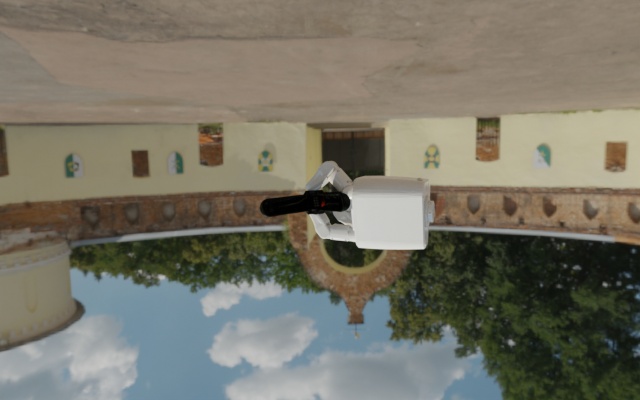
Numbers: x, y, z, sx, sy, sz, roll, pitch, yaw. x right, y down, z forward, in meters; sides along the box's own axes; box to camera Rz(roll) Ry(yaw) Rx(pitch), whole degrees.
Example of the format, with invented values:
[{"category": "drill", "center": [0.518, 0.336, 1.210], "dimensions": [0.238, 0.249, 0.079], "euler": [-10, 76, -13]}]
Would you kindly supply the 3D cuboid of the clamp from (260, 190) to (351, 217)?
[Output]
[{"category": "clamp", "center": [0.000, 0.003, 0.689], "dimensions": [0.120, 0.039, 0.171], "euler": [2, 6, 19]}]
